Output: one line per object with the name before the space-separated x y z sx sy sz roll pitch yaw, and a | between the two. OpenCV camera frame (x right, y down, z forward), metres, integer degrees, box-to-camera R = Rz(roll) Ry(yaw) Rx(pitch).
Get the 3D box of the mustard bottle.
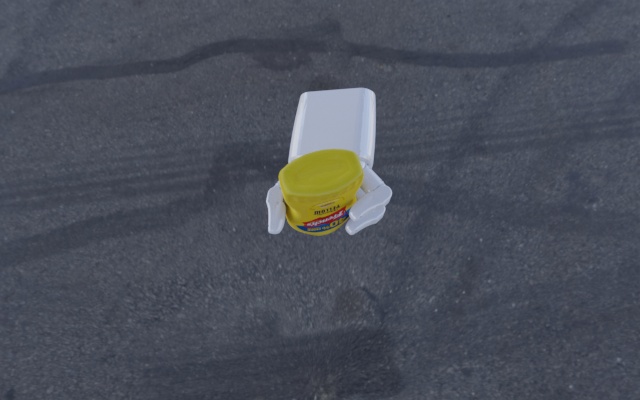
mustard bottle | 0.000 0.002 0.624 0.096 0.058 0.192 -17 -20 -7
